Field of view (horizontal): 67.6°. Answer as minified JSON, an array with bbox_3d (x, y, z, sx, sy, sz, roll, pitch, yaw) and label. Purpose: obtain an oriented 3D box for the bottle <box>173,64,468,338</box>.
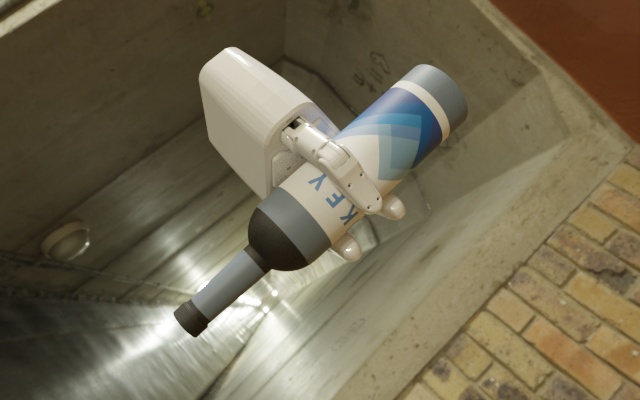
[{"bbox_3d":[0.000,0.001,0.403,0.295,0.069,0.069,-42,10,-11],"label":"bottle"}]
